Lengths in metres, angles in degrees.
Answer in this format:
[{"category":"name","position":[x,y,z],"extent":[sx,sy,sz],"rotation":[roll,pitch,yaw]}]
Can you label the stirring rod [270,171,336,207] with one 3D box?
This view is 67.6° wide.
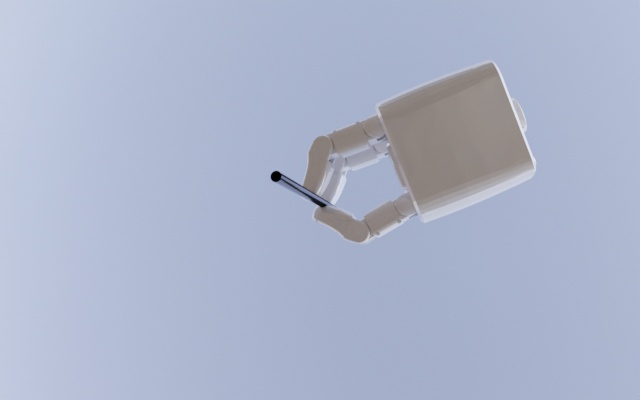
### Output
[{"category":"stirring rod","position":[0.000,0.001,0.441],"extent":[0.011,0.011,0.239],"rotation":[0,-9,15]}]
